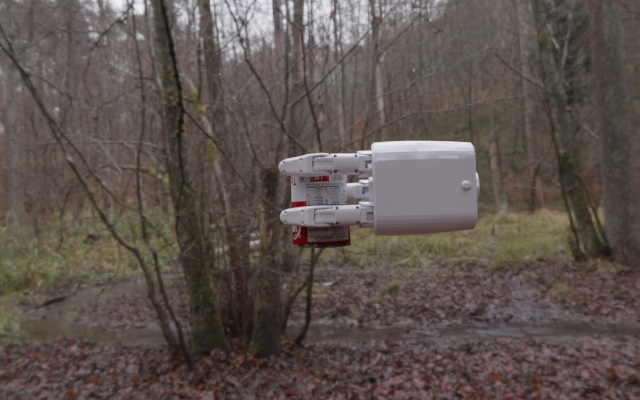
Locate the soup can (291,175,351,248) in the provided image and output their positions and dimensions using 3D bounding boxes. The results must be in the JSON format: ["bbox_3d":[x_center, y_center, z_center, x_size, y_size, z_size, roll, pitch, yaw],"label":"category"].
[{"bbox_3d":[0.000,0.002,0.553,0.068,0.102,0.068,-2,-1,0],"label":"soup can"}]
